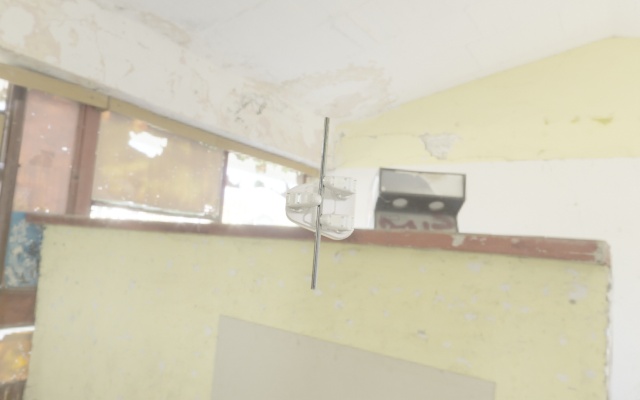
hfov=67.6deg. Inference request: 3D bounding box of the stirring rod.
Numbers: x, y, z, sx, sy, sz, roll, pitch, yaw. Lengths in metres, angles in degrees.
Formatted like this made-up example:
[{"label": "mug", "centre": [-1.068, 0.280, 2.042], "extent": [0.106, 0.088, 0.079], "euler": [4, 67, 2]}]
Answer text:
[{"label": "stirring rod", "centre": [0.000, 0.002, 0.664], "extent": [0.011, 0.239, 0.011], "euler": [4, -6, 0]}]
